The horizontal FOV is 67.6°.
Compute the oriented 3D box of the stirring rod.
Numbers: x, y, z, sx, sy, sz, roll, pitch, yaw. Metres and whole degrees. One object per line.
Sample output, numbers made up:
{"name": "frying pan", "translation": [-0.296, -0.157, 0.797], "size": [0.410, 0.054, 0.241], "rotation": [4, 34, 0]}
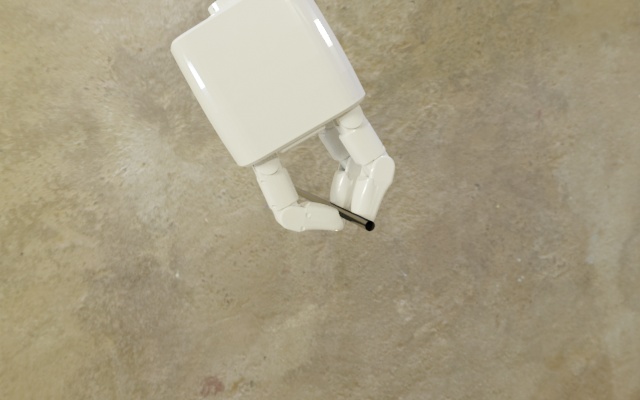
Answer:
{"name": "stirring rod", "translation": [0.000, 0.001, 0.465], "size": [0.011, 0.011, 0.239], "rotation": [0, 8, -18]}
